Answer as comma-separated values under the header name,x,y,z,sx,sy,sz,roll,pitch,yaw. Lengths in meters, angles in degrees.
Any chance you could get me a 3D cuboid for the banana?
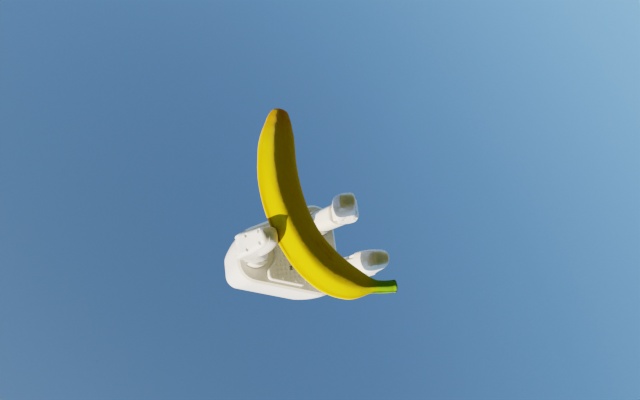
name,x,y,z,sx,sy,sz,roll,pitch,yaw
banana,-0.013,0.013,0.426,0.069,0.198,0.037,-30,-5,-21
